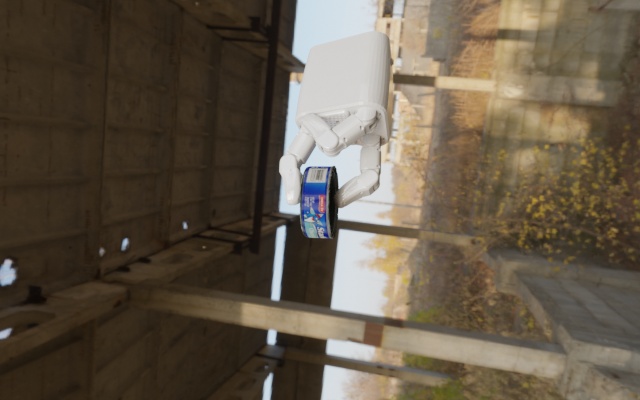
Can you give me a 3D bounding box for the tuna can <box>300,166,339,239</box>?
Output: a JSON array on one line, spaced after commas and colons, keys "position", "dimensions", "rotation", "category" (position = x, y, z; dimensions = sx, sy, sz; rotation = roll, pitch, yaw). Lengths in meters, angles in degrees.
[{"position": [0.000, 0.002, 0.561], "dimensions": [0.034, 0.086, 0.086], "rotation": [1, 0, 9], "category": "tuna can"}]
